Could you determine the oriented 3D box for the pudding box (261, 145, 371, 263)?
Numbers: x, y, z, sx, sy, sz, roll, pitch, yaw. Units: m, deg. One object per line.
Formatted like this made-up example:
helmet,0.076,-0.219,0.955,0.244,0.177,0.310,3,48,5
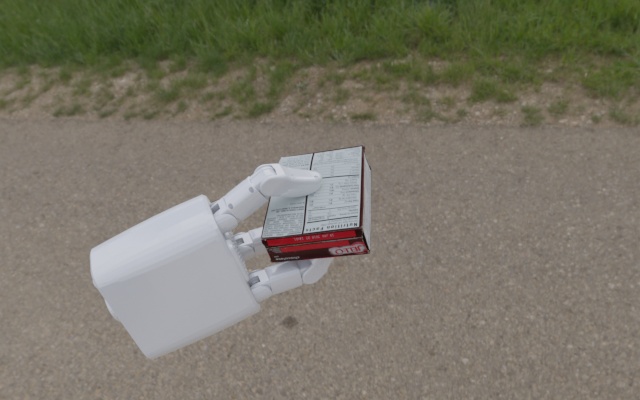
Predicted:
pudding box,0.000,0.001,0.440,0.090,0.113,0.039,-6,-45,13
